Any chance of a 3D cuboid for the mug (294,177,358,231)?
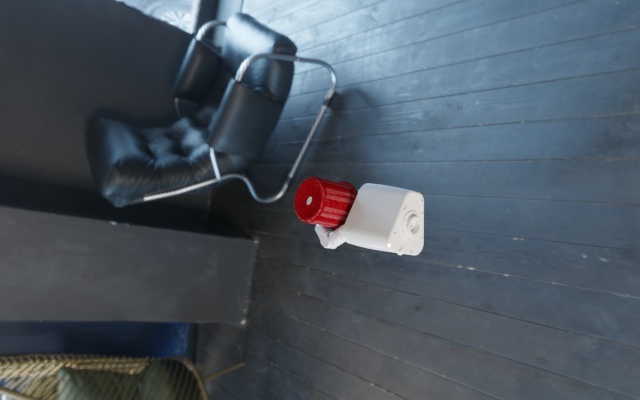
[{"bbox_3d":[-0.001,0.003,0.865,0.081,0.093,0.117,12,-2,-42],"label":"mug"}]
